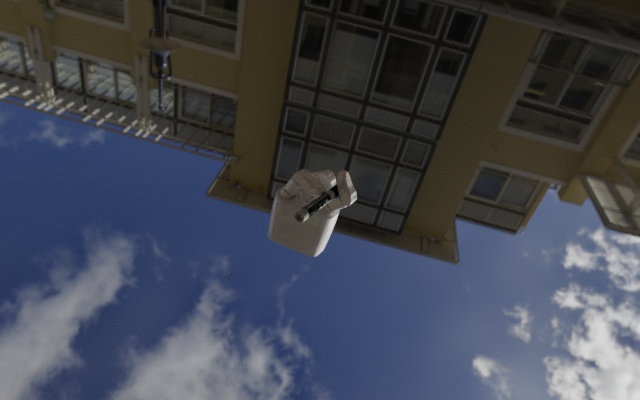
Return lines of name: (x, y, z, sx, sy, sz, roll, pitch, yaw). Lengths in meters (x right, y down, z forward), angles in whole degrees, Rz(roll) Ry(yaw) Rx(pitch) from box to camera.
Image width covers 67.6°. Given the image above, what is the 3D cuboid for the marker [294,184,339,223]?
marker: (0.000, 0.003, 0.785, 0.020, 0.020, 0.121, 0, 24, 38)
